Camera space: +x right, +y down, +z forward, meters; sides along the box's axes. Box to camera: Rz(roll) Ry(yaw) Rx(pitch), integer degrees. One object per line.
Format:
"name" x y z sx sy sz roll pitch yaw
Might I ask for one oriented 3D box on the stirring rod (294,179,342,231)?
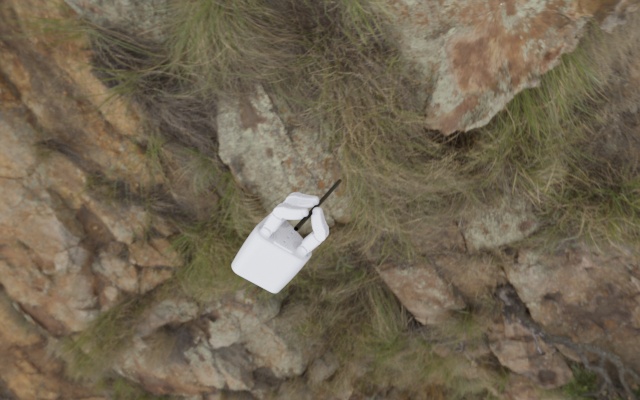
"stirring rod" 0.000 0.003 0.874 0.011 0.011 0.239 0 21 21
